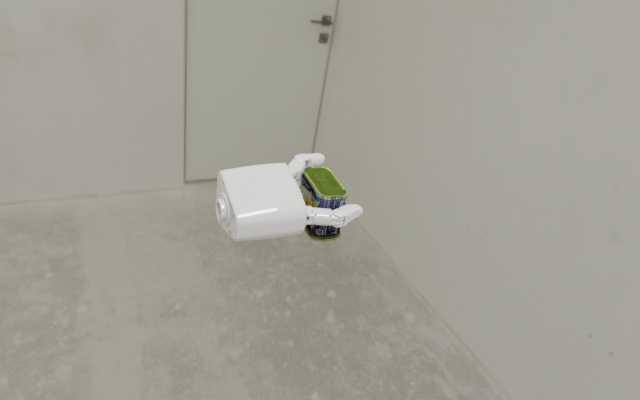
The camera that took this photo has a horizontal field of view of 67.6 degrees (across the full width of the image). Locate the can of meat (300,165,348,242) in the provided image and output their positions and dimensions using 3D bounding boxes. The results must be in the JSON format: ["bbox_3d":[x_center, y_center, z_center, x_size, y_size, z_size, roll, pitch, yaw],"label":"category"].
[{"bbox_3d":[0.000,0.002,0.777,0.057,0.084,0.102,-5,35,-23],"label":"can of meat"}]
